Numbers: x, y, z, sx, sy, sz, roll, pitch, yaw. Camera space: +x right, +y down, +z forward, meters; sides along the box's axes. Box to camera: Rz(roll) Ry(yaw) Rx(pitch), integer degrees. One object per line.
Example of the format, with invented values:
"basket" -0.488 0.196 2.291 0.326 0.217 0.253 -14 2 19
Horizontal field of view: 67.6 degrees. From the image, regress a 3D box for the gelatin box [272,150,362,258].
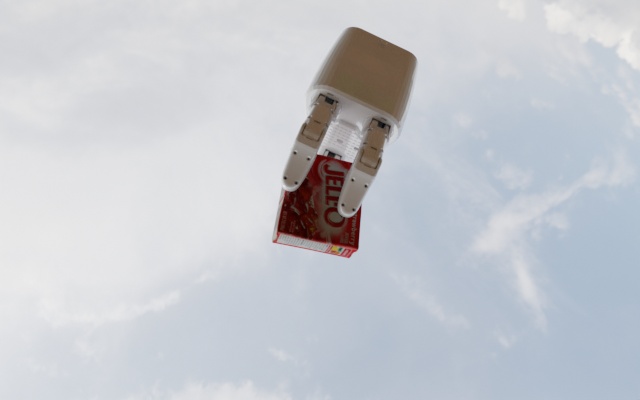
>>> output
"gelatin box" 0.000 0.002 0.434 0.073 0.089 0.030 13 -28 -10
